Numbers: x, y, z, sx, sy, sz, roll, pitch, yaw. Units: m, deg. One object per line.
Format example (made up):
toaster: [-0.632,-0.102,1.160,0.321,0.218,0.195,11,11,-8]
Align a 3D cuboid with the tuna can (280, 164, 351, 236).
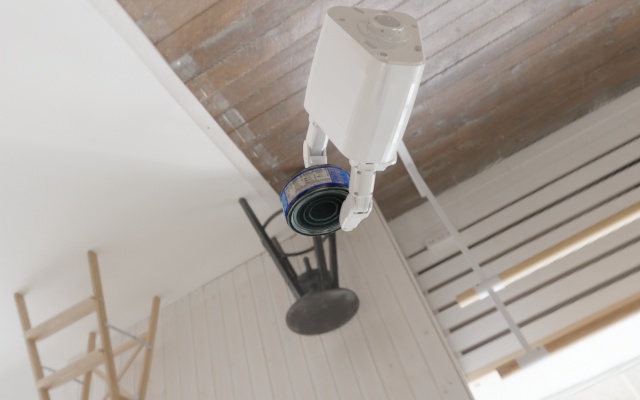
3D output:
tuna can: [0.000,0.002,0.527,0.086,0.033,0.086,-11,-39,-9]
